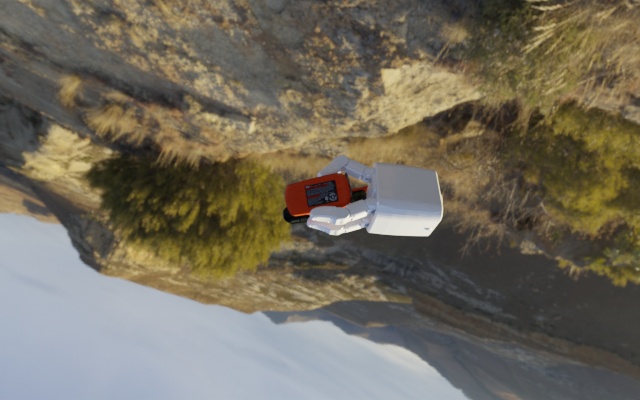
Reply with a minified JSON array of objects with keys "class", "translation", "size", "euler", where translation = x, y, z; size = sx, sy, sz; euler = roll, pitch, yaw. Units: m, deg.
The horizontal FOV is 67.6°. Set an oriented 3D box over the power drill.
[{"class":"power drill","translation":[0.000,0.003,0.841],"size":[0.184,0.057,0.187],"euler":[-14,-8,12]}]
